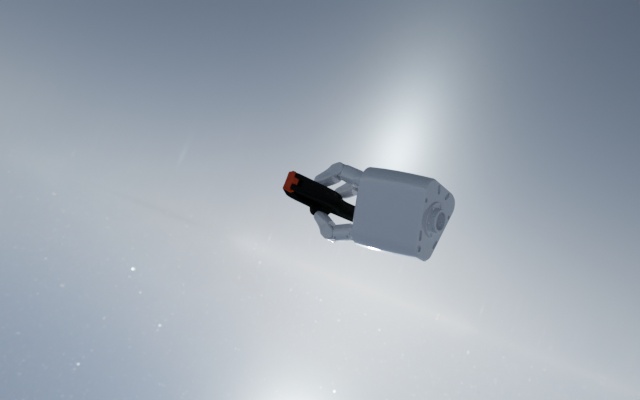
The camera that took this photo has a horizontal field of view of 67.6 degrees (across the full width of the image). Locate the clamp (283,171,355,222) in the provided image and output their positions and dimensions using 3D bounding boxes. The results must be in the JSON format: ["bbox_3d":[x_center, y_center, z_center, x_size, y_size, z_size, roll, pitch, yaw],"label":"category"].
[{"bbox_3d":[0.000,0.003,0.769,0.164,0.036,0.210,11,-13,42],"label":"clamp"}]
